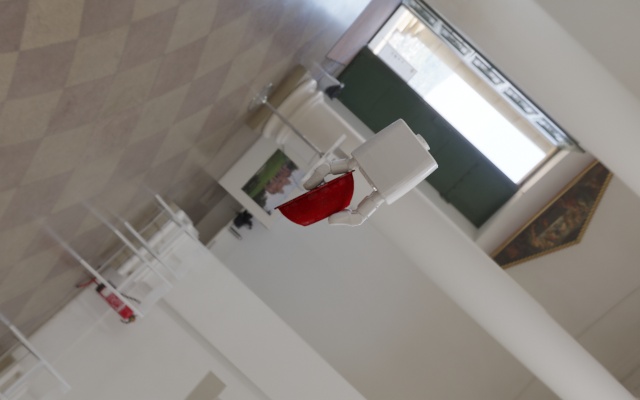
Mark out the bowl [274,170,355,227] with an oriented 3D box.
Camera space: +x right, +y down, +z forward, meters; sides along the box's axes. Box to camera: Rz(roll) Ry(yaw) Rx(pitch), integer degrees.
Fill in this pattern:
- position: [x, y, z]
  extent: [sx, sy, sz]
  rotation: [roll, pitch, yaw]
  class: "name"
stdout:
- position: [-0.001, 0.004, 0.856]
  extent: [0.162, 0.055, 0.162]
  rotation: [-25, 2, 1]
  class: "bowl"
